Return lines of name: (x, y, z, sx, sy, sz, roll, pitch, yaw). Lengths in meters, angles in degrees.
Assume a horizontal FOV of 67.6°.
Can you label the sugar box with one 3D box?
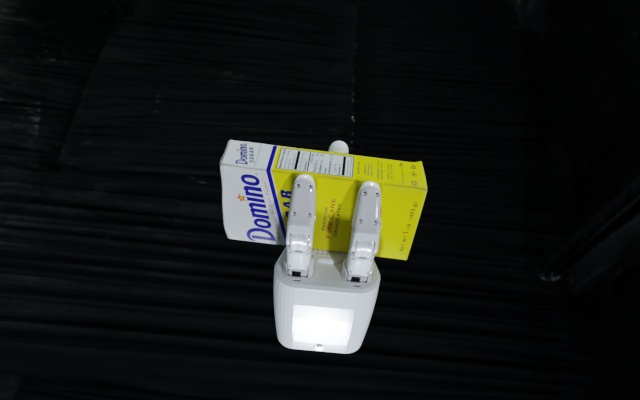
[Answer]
sugar box: (0.000, 0.002, 0.439, 0.176, 0.093, 0.048, 5, 41, 0)
